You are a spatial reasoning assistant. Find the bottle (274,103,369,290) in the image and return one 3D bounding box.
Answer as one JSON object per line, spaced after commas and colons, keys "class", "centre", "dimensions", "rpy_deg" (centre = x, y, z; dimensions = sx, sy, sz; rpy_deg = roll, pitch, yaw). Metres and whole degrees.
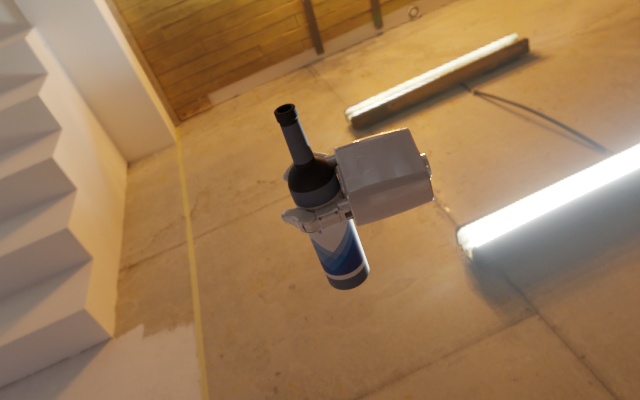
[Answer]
{"class": "bottle", "centre": [0.000, 0.002, 0.656], "dimensions": [0.069, 0.296, 0.069], "rpy_deg": [-14, 36, 10]}
